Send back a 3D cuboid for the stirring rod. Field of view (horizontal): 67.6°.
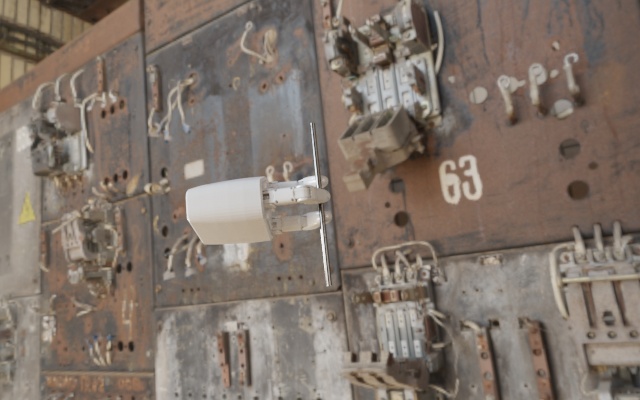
[{"bbox_3d":[0.000,0.002,0.692,0.011,0.239,0.011,-6,-11,-1],"label":"stirring rod"}]
